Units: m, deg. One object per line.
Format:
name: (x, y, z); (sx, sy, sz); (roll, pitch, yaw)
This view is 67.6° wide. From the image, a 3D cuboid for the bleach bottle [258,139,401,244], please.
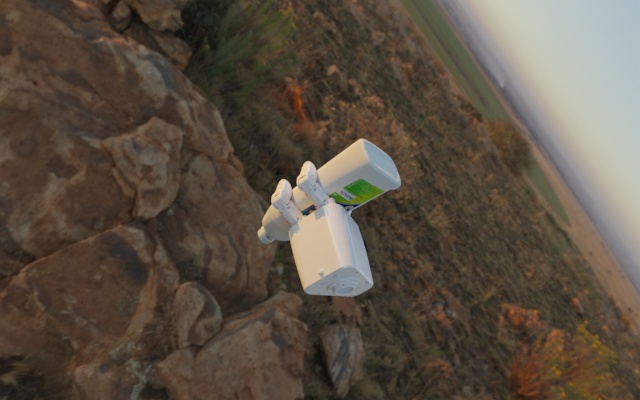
bleach bottle: (0.000, 0.002, 0.779); (0.251, 0.068, 0.102); (-34, -38, 26)
